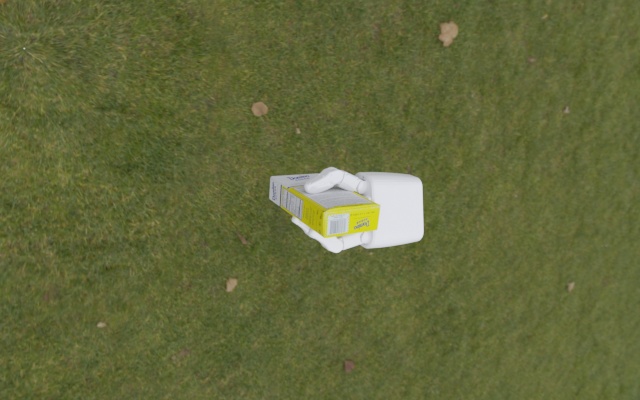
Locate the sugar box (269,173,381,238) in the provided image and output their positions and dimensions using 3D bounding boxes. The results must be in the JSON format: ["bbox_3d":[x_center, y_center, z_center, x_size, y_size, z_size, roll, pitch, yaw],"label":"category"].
[{"bbox_3d":[0.000,0.003,0.722,0.093,0.048,0.176,-5,18,-30],"label":"sugar box"}]
